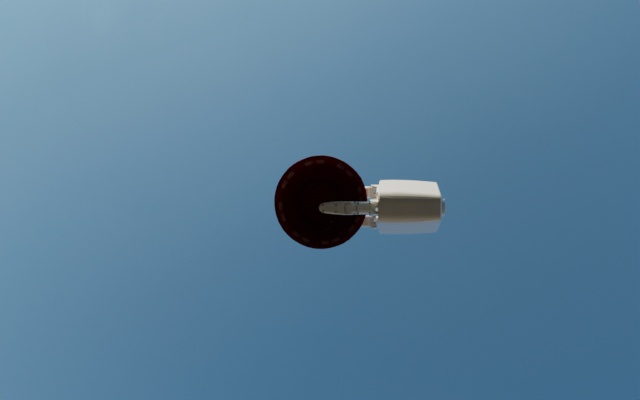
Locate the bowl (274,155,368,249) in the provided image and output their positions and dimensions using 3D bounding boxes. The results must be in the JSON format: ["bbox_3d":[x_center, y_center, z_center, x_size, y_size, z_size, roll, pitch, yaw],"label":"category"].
[{"bbox_3d":[-0.001,0.002,0.846,0.162,0.162,0.055,0,1,-2],"label":"bowl"}]
